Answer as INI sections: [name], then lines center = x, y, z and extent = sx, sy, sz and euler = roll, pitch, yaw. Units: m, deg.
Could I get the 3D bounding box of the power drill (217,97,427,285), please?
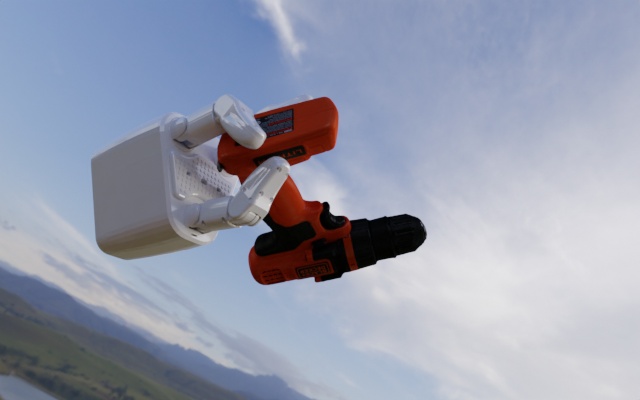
[power drill]
center = 0.000, 0.001, 0.445
extent = 0.184, 0.188, 0.057
euler = -14, 39, 6
